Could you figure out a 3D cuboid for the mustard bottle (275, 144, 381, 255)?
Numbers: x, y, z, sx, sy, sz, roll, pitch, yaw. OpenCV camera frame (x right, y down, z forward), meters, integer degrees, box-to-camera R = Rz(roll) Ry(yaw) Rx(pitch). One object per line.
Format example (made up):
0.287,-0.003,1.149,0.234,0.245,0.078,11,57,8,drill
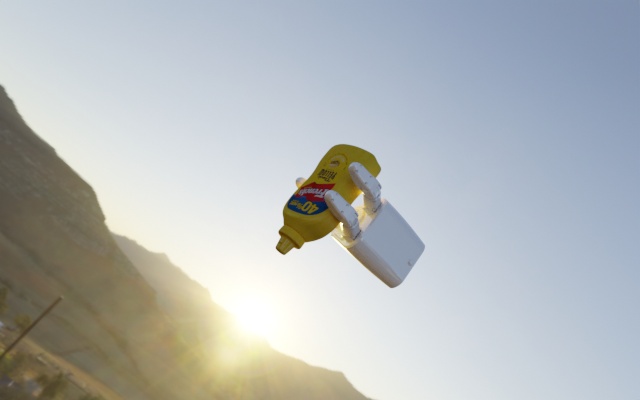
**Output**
0.000,0.002,0.701,0.096,0.191,0.058,20,-27,44,mustard bottle
